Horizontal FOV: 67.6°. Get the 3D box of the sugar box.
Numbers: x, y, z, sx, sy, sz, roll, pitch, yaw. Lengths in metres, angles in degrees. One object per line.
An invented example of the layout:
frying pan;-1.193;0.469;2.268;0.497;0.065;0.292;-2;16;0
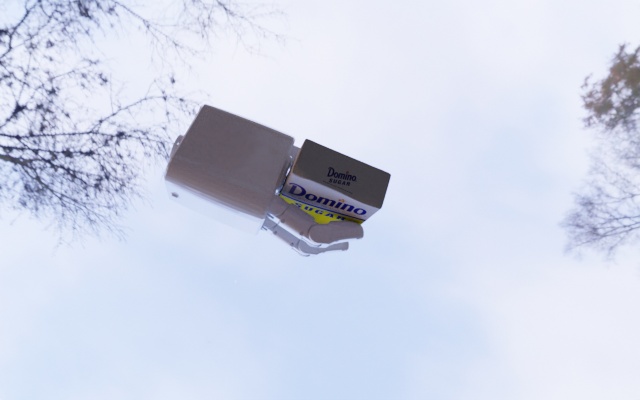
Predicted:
sugar box;0.000;0.002;0.524;0.093;0.048;0.176;22;-20;-6
